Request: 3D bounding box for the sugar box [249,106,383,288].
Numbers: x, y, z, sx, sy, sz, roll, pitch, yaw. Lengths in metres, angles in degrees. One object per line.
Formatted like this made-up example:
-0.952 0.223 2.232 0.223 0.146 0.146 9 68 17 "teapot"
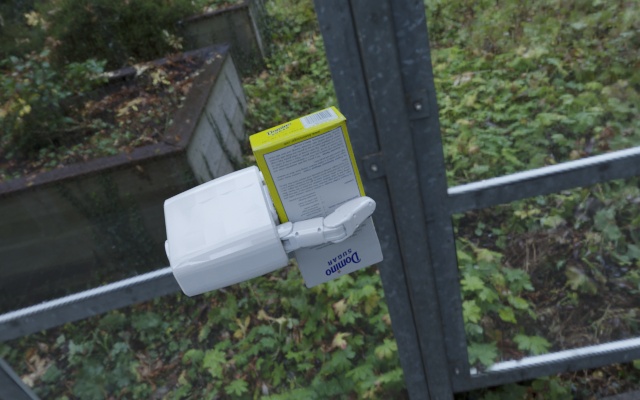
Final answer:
0.000 0.001 0.499 0.093 0.176 0.048 -20 33 -3 "sugar box"
